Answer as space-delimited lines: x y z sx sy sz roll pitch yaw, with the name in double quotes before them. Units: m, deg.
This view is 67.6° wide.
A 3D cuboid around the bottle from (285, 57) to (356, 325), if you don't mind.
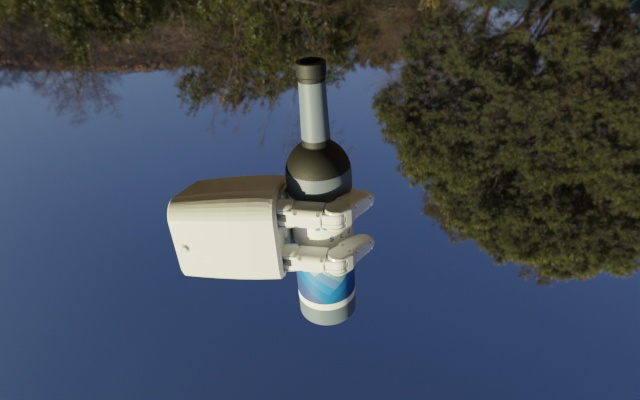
"bottle" 0.000 0.002 0.498 0.069 0.296 0.069 -3 32 2
